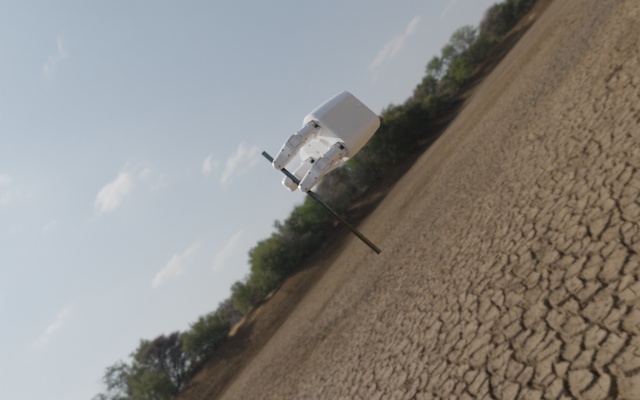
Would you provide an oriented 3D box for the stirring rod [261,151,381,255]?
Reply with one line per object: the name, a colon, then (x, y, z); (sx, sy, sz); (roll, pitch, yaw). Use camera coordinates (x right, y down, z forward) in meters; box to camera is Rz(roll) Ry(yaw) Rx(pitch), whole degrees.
stirring rod: (0.000, 0.002, 0.743); (0.239, 0.011, 0.011); (41, 4, 5)
